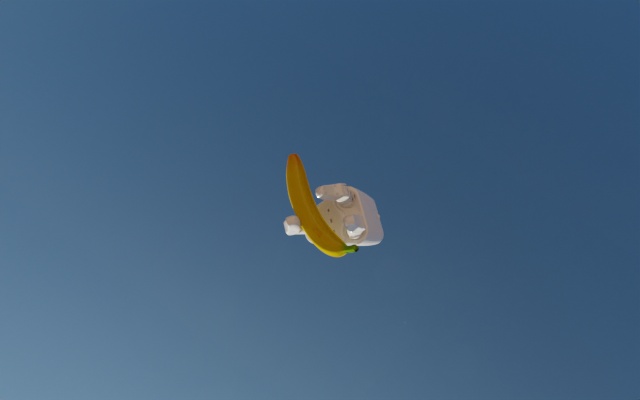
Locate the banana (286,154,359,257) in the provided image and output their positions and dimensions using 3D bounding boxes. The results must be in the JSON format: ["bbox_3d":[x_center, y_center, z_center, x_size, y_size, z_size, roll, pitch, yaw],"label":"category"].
[{"bbox_3d":[-0.009,0.017,0.746,0.037,0.197,0.070,0,-41,-52],"label":"banana"}]
